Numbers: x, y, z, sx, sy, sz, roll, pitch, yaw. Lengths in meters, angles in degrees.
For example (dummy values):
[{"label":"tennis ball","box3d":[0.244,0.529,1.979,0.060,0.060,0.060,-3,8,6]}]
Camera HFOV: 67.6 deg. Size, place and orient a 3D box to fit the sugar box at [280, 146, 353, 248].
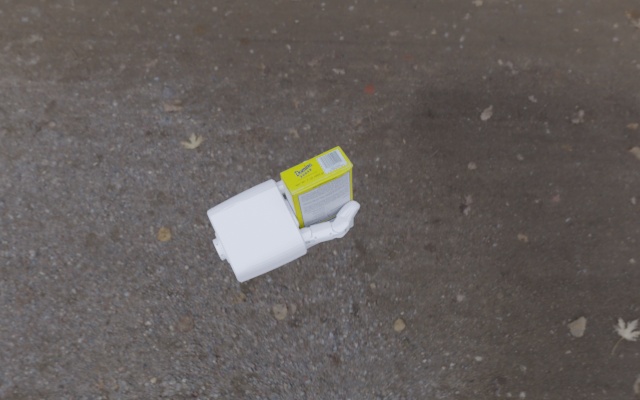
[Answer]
[{"label":"sugar box","box3d":[0.000,0.002,0.706,0.093,0.048,0.176,-25,-26,-11]}]
